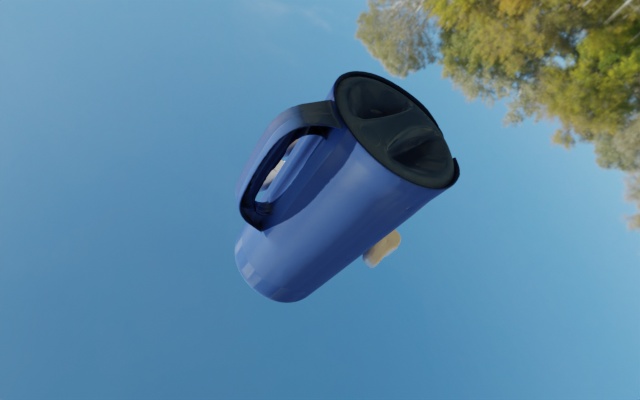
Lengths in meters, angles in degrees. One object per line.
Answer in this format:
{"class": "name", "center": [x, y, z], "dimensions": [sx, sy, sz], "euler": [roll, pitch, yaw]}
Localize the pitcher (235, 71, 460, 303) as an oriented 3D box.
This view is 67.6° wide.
{"class": "pitcher", "center": [0.000, 0.001, 0.471], "dimensions": [0.243, 0.149, 0.145], "euler": [-48, 3, 39]}
